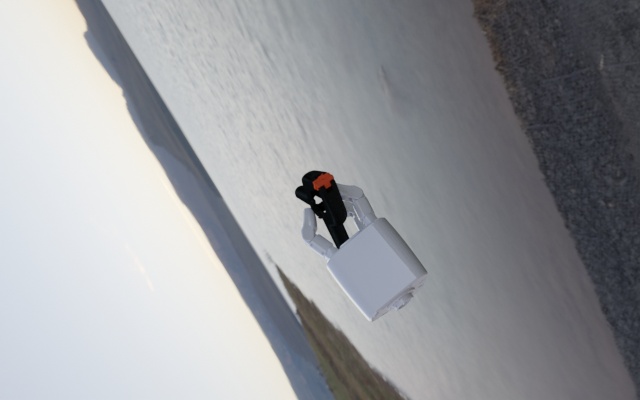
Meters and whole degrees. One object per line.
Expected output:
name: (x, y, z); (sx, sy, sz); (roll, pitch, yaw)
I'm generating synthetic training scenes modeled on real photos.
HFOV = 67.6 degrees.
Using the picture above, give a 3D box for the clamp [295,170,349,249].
clamp: (0.000, 0.003, 0.753); (0.036, 0.164, 0.210); (-35, -25, -12)
